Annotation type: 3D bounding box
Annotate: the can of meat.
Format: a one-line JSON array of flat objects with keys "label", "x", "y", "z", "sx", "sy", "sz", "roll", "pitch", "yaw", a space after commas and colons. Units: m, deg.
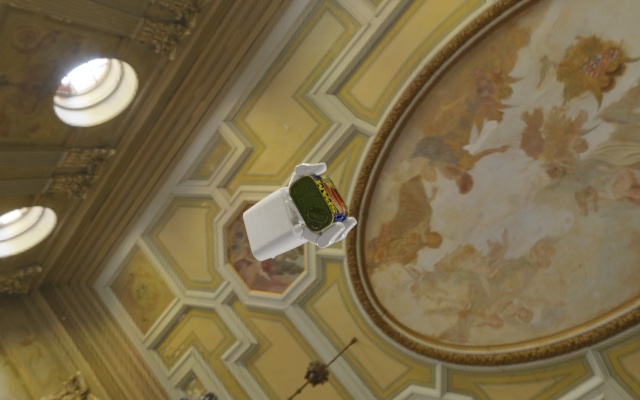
[{"label": "can of meat", "x": 0.000, "y": 0.003, "z": 0.881, "sx": 0.057, "sy": 0.102, "sz": 0.084, "roll": -34, "pitch": -10, "yaw": 24}]
